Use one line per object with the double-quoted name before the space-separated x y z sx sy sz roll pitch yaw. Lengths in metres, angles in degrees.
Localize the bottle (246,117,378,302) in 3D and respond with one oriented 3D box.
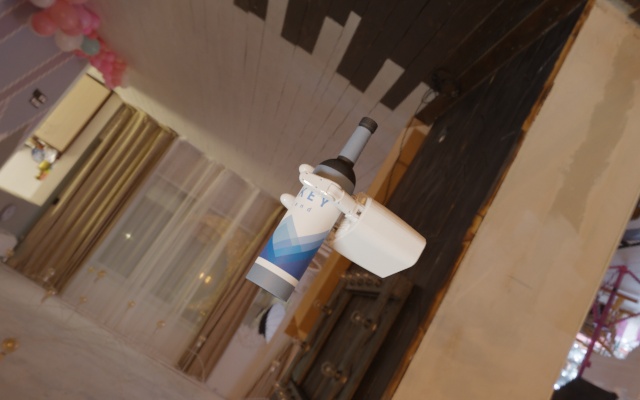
"bottle" 0.000 0.002 0.692 0.069 0.295 0.069 30 -13 8
